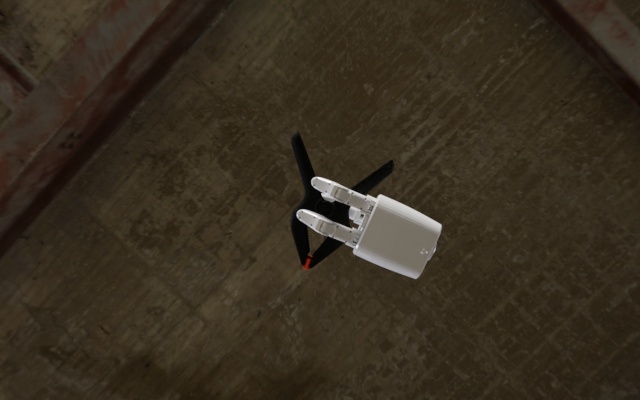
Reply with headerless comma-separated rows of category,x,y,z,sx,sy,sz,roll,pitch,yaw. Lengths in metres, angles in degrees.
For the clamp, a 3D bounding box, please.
clamp,0.000,0.003,0.749,0.164,0.210,0.036,24,6,5
